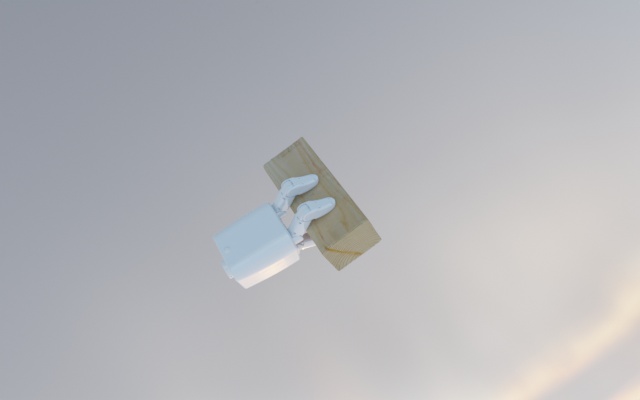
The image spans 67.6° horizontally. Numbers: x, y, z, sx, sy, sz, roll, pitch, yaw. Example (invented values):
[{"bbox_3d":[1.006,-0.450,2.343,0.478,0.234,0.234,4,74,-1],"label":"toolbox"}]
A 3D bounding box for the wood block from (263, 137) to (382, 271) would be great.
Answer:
[{"bbox_3d":[0.000,0.003,0.802,0.090,0.206,0.091,-37,-33,1],"label":"wood block"}]
